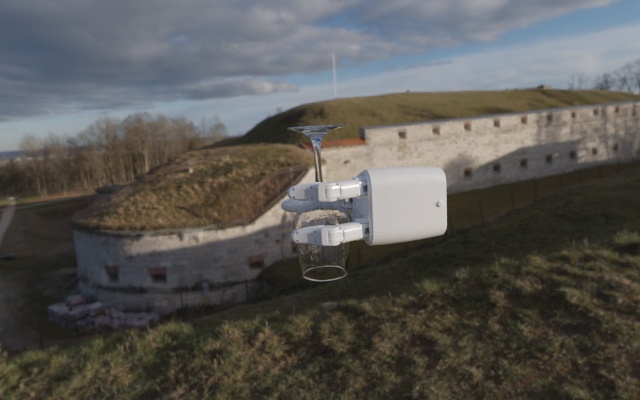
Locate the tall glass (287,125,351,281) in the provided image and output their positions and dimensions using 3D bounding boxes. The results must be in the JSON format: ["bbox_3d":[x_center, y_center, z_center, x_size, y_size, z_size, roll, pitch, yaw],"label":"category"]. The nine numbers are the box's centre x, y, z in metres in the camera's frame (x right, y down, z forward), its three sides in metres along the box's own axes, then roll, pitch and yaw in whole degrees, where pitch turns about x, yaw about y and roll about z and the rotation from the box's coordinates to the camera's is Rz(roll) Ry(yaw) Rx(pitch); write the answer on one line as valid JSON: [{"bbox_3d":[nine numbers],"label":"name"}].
[{"bbox_3d":[0.000,0.001,0.635,0.079,0.201,0.079,-3,8,0],"label":"tall glass"}]
